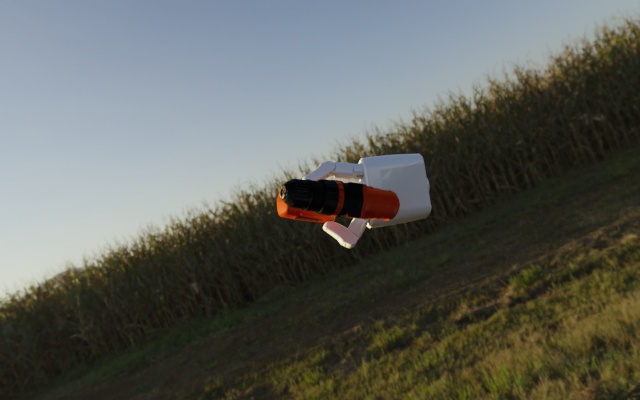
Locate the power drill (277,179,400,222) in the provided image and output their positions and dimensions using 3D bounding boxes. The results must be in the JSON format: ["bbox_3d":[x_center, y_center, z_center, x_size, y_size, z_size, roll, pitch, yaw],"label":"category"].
[{"bbox_3d":[0.000,0.002,0.738,0.184,0.057,0.187,9,-5,-26],"label":"power drill"}]
